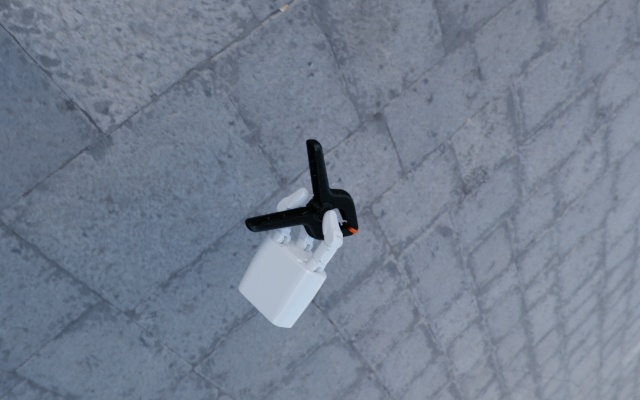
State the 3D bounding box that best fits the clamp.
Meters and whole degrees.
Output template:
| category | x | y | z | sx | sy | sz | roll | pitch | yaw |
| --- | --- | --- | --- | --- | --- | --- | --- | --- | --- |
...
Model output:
| category | x | y | z | sx | sy | sz | roll | pitch | yaw |
| --- | --- | --- | --- | --- | --- | --- | --- | --- | --- |
| clamp | 0.001 | 0.003 | 0.759 | 0.210 | 0.164 | 0.036 | 23 | 15 | -44 |
